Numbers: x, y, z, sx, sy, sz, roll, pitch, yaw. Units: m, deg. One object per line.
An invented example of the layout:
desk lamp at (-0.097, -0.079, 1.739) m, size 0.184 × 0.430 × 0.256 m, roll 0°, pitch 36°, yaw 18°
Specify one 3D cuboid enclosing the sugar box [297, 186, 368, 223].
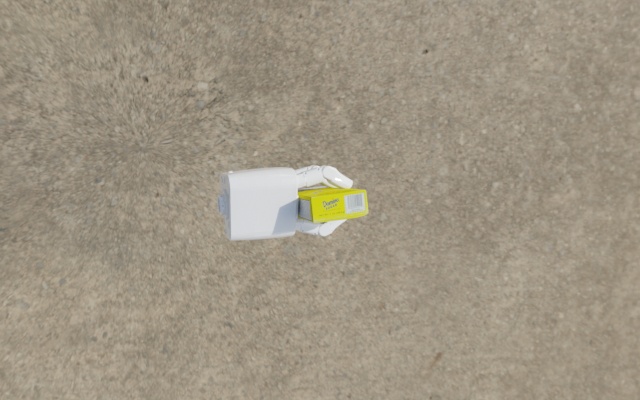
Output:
sugar box at (0.000, 0.002, 0.794) m, size 0.093 × 0.048 × 0.176 m, roll -7°, pitch 8°, yaw -20°
